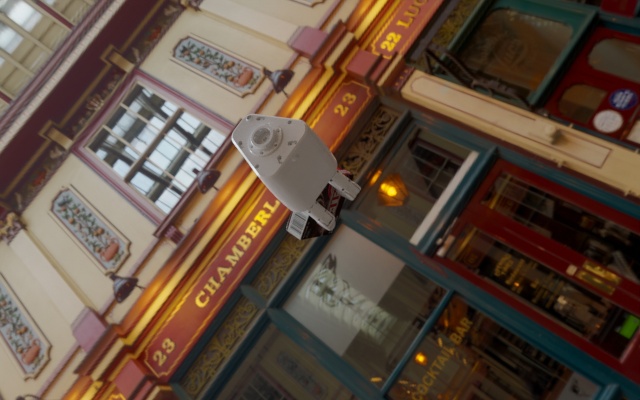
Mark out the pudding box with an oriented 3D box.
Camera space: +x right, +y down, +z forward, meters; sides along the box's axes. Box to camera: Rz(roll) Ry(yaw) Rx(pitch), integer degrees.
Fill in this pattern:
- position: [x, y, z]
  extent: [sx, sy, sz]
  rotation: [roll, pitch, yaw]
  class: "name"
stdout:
- position: [0.000, 0.002, 0.758]
  extent: [0.039, 0.113, 0.090]
  rotation: [32, 20, 30]
  class: "pudding box"
